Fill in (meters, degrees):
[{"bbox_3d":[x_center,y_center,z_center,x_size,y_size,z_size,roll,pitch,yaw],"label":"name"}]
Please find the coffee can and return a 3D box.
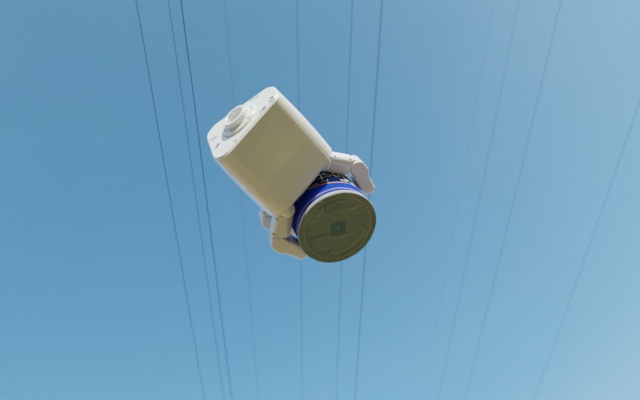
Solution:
[{"bbox_3d":[0.000,0.002,0.645,0.103,0.103,0.140,0,28,-21],"label":"coffee can"}]
